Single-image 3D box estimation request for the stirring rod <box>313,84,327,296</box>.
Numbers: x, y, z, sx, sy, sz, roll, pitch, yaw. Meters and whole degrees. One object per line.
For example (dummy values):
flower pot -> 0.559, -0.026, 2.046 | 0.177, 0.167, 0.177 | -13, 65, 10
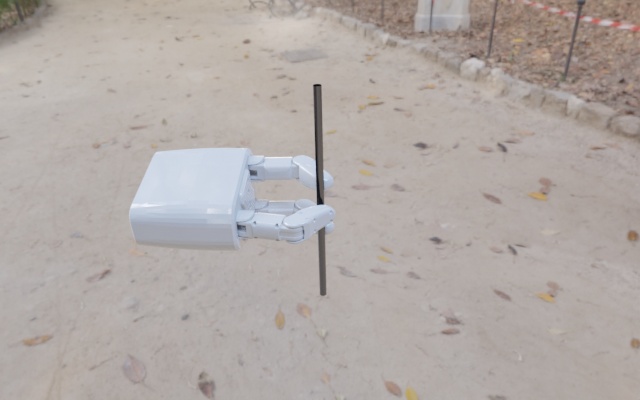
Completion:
stirring rod -> 0.000, 0.002, 0.486 | 0.011, 0.240, 0.011 | -1, 29, 1
